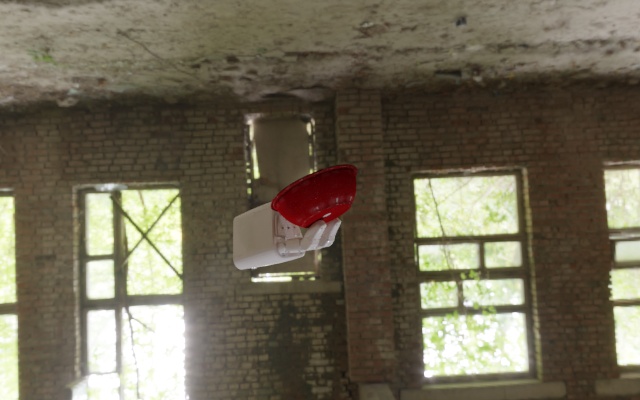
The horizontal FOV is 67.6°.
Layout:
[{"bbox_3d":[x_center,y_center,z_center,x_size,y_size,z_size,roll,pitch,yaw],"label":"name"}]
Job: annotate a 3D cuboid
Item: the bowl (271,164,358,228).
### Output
[{"bbox_3d":[0.001,0.002,0.808,0.162,0.055,0.162,-23,-16,-7],"label":"bowl"}]
